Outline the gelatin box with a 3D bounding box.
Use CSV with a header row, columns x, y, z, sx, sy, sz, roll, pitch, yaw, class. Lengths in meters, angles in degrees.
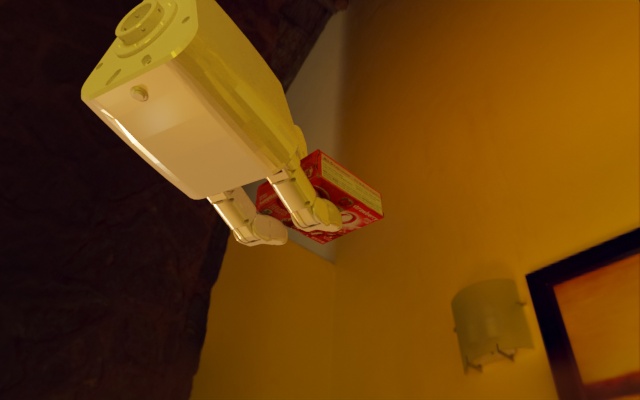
x,y,z,sx,sy,sz,roll,pitch,yaw,class
0.000,0.001,0.418,0.073,0.030,0.089,-27,-41,33,gelatin box
